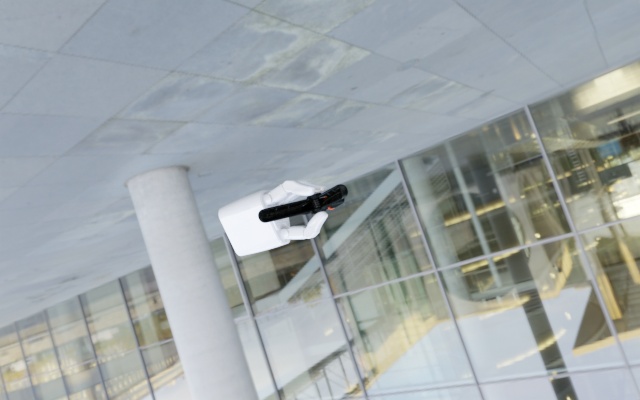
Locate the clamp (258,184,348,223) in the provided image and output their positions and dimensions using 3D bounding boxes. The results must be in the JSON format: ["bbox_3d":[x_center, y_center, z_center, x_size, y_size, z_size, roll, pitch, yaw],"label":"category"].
[{"bbox_3d":[0.000,0.004,0.892,0.164,0.036,0.210,-17,-4,22],"label":"clamp"}]
